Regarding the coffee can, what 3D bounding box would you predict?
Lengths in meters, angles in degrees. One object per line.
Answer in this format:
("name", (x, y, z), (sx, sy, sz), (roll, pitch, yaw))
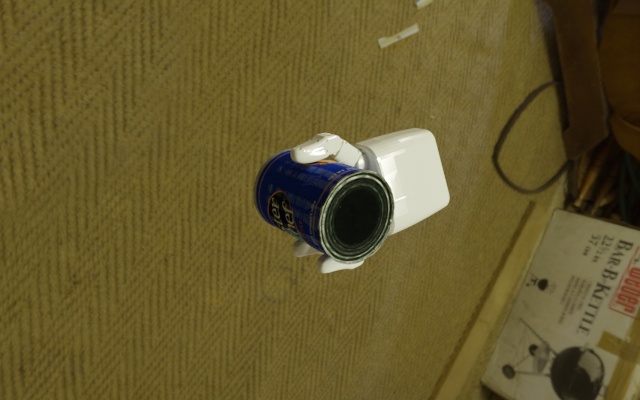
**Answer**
("coffee can", (0.000, 0.002, 0.551), (0.103, 0.103, 0.140), (0, 14, -37))
